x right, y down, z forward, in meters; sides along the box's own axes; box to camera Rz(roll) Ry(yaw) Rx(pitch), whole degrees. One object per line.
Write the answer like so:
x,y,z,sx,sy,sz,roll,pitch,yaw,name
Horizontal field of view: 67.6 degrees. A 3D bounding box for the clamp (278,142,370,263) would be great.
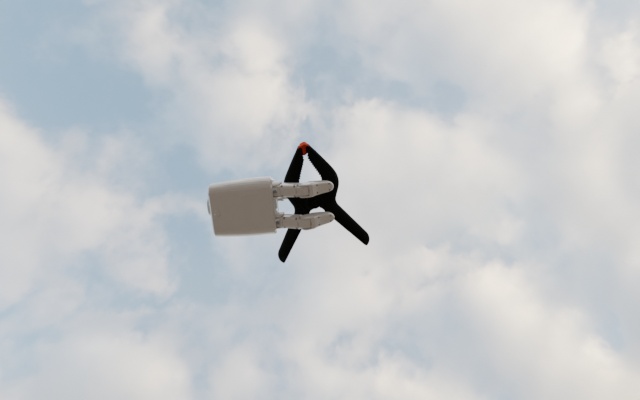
0.000,0.002,0.825,0.164,0.210,0.036,-6,17,-4,clamp
